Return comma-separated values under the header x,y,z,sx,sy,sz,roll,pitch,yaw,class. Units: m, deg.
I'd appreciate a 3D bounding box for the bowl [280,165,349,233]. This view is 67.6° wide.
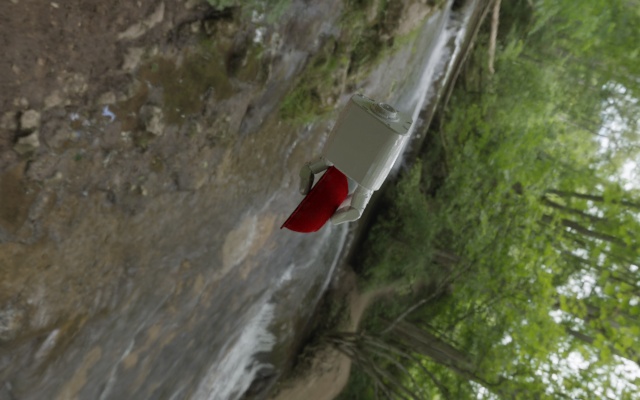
x,y,z,sx,sy,sz,roll,pitch,yaw,class
0.000,0.004,0.837,0.055,0.162,0.162,39,-2,-2,bowl
